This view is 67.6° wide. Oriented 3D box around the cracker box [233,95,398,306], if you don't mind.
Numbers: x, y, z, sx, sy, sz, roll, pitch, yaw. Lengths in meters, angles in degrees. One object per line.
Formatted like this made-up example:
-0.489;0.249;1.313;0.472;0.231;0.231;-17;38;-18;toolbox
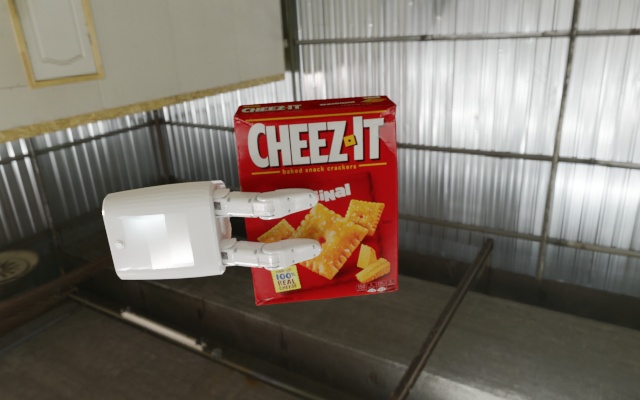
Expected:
0.000;0.002;0.522;0.164;0.214;0.072;-5;20;-2;cracker box
